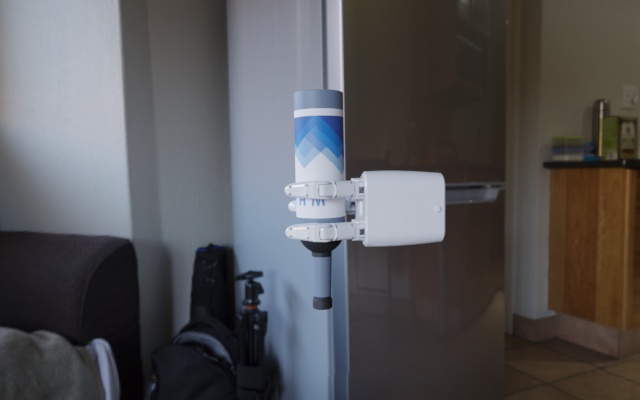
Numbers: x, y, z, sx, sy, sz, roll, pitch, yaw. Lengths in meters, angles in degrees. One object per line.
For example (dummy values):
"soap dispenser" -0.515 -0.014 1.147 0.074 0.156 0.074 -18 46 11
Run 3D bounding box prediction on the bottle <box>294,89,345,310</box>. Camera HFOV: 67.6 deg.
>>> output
"bottle" 0.000 0.002 0.653 0.069 0.296 0.069 -1 4 0
